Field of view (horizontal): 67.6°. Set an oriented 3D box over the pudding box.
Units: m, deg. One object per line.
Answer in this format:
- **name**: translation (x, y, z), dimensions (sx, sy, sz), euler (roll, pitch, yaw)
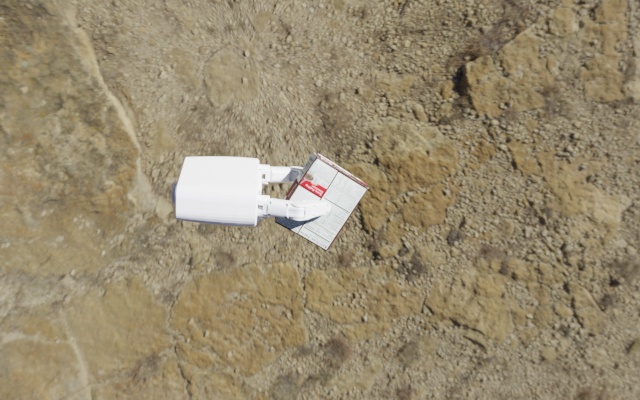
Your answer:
- **pudding box**: translation (0.000, 0.002, 0.674), dimensions (0.090, 0.113, 0.039), euler (31, 11, -14)
